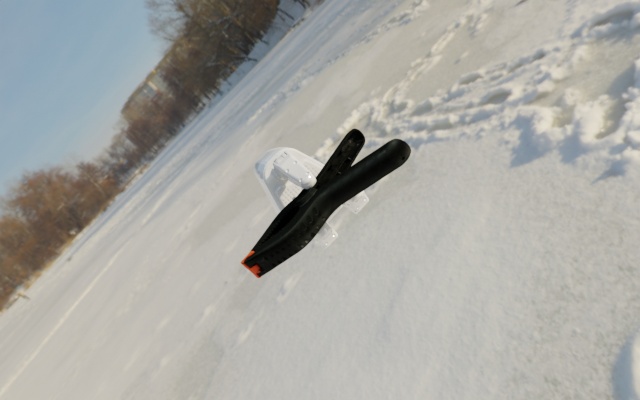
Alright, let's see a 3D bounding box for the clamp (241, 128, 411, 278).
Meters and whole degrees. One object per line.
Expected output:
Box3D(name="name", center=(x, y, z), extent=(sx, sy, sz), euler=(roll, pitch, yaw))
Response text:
Box3D(name="clamp", center=(-0.001, 0.001, 0.505), extent=(0.036, 0.210, 0.164), euler=(44, -6, -16))
